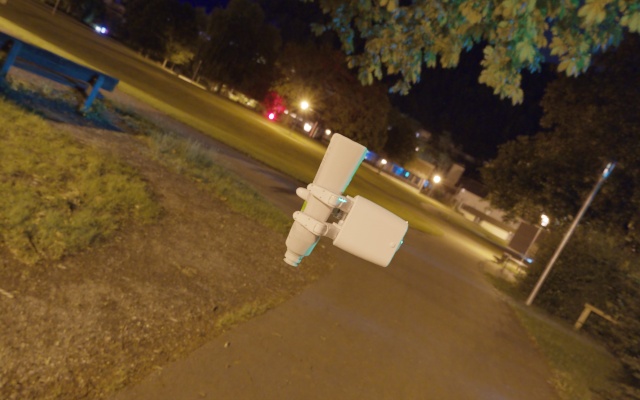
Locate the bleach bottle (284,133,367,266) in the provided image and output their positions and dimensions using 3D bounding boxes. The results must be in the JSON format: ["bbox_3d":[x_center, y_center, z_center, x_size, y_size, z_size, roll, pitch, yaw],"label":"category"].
[{"bbox_3d":[0.000,0.003,0.878,0.068,0.251,0.102,26,8,-3],"label":"bleach bottle"}]
